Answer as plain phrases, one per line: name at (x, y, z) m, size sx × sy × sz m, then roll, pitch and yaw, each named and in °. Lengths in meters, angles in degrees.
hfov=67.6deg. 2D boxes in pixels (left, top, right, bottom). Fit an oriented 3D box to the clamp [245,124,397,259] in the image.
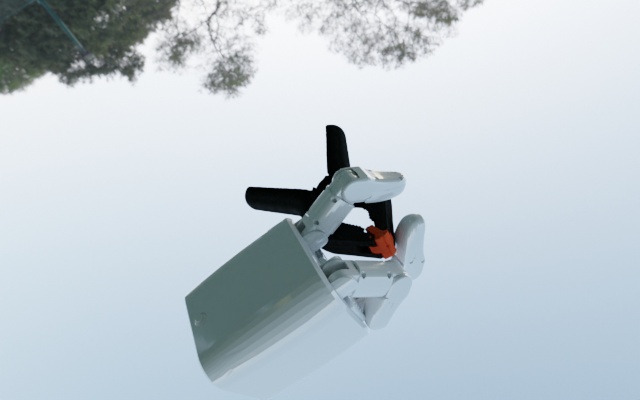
clamp at (0.001, 0.002, 0.430) m, size 0.039 × 0.120 × 0.171 m, roll 50°, pitch 3°, yaw -40°
